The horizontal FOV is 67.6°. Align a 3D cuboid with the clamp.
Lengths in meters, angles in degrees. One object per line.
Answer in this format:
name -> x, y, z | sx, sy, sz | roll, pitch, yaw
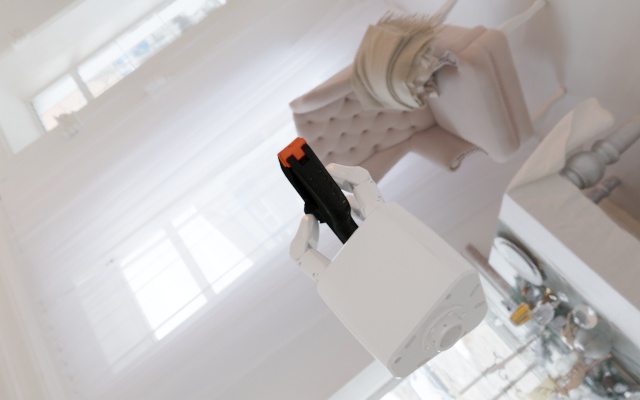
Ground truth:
clamp -> -0.001, 0.002, 0.530 | 0.164, 0.036, 0.210 | 39, -12, 44
